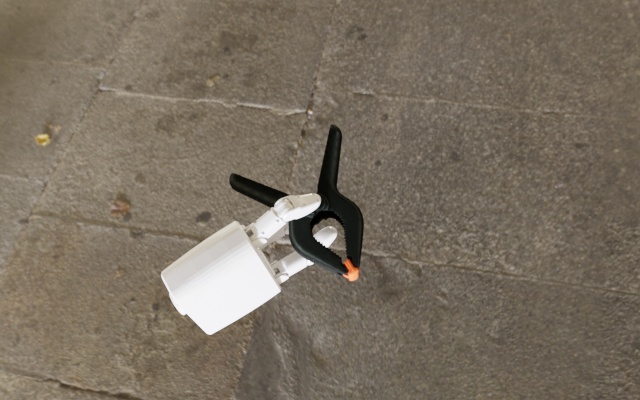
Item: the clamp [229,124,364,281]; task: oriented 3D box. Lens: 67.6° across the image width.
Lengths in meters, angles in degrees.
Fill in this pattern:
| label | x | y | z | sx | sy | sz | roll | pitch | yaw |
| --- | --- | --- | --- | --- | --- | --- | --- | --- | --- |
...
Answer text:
| label | x | y | z | sx | sy | sz | roll | pitch | yaw |
| --- | --- | --- | --- | --- | --- | --- | --- | --- | --- |
| clamp | 0.000 | 0.002 | 0.604 | 0.164 | 0.210 | 0.036 | -34 | -25 | -8 |
